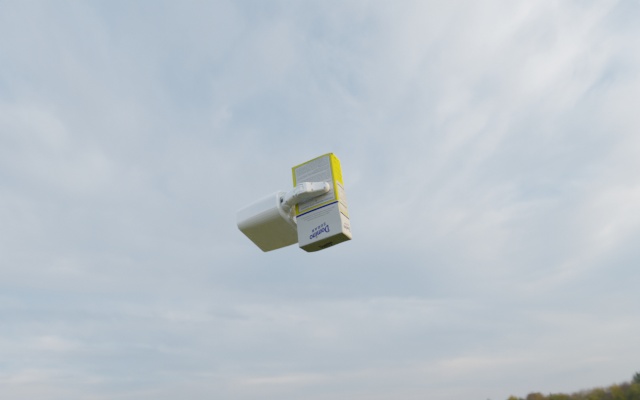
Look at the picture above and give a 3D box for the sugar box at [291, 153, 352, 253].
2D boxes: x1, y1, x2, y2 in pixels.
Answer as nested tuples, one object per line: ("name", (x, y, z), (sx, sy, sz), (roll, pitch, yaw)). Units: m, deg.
("sugar box", (0.000, 0.003, 0.896), (0.093, 0.176, 0.048), (-20, -31, 23))
